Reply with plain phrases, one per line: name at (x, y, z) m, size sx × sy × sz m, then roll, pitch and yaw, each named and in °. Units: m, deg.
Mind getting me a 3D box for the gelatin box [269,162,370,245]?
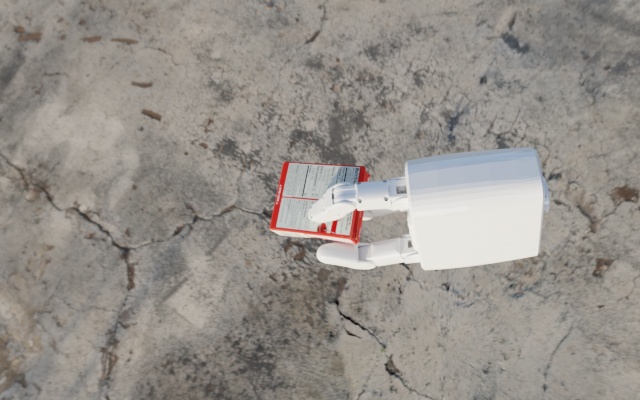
gelatin box at (0.000, 0.001, 0.476) m, size 0.089 × 0.073 × 0.030 m, roll 5°, pitch -15°, yaw 20°
